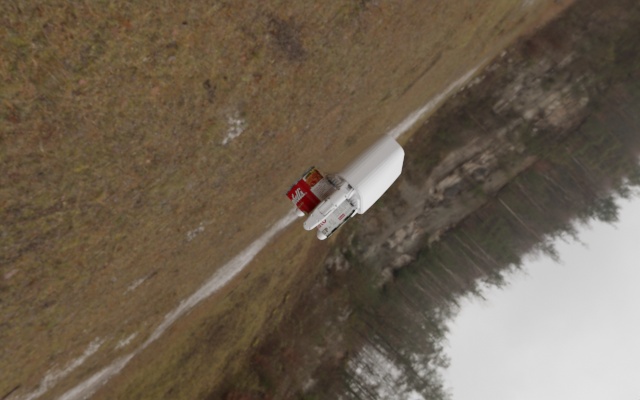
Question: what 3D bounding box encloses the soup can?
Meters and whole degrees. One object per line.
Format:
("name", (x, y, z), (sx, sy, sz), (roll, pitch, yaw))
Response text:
("soup can", (0.000, 0.003, 0.792), (0.068, 0.102, 0.068), (-44, -2, -1))
